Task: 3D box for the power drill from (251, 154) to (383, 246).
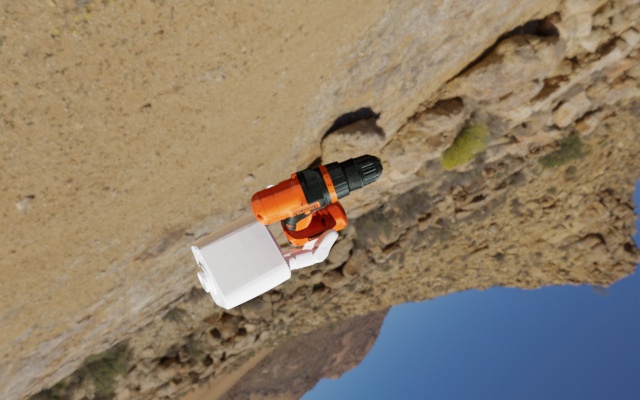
[{"bbox_3d":[0.000,0.003,0.705,0.184,0.057,0.188,-19,-19,-3],"label":"power drill"}]
